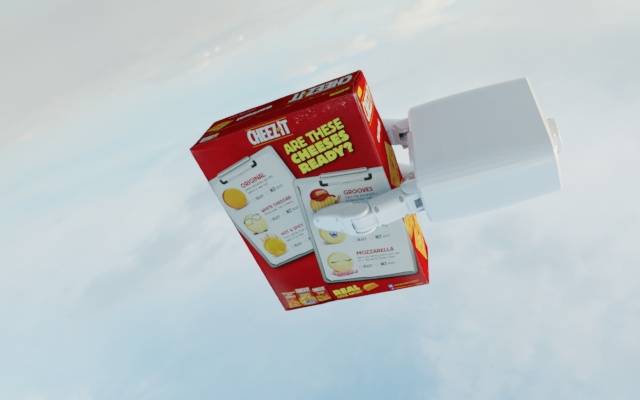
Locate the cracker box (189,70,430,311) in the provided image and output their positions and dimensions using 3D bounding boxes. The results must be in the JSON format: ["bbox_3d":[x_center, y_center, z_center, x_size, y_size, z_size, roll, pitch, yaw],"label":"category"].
[{"bbox_3d":[0.000,0.002,0.476,0.164,0.214,0.072,-15,29,19],"label":"cracker box"}]
